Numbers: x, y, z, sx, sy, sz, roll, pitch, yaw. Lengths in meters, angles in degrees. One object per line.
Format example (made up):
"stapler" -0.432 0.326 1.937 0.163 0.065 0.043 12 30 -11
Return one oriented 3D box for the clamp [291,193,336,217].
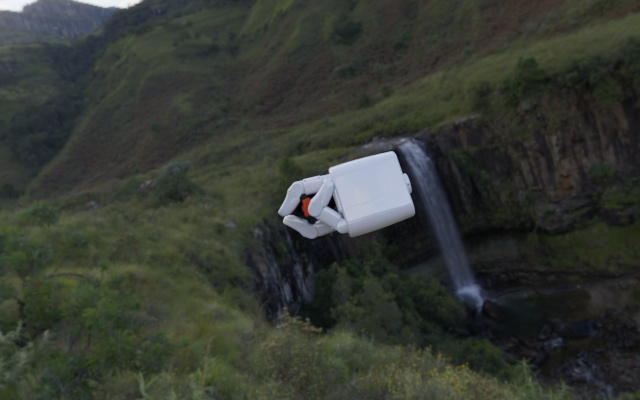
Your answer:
"clamp" 0.000 0.002 0.826 0.120 0.039 0.171 -17 5 0
